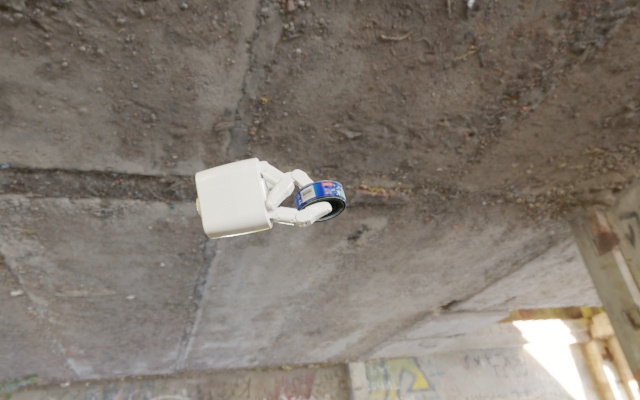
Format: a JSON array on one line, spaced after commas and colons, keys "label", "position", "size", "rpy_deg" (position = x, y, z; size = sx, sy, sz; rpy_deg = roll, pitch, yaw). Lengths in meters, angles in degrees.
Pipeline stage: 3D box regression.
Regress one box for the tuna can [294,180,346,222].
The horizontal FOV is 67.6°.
[{"label": "tuna can", "position": [0.000, 0.003, 0.806], "size": [0.086, 0.033, 0.086], "rpy_deg": [-11, -29, -6]}]
